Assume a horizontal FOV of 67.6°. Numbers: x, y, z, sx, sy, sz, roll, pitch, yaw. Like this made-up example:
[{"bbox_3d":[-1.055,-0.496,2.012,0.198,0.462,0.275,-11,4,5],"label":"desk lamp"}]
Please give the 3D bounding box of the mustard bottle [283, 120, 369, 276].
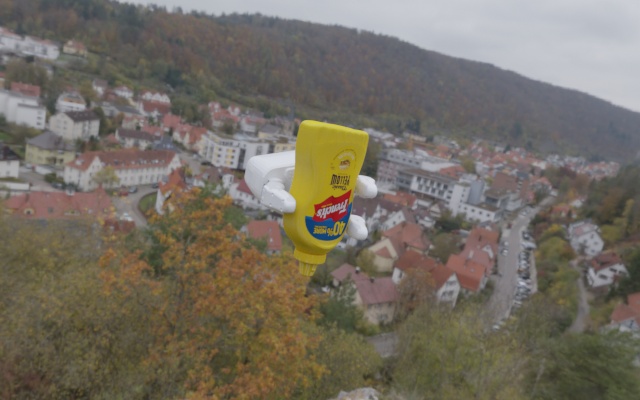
[{"bbox_3d":[0.000,0.002,0.593,0.058,0.192,0.096,22,15,41],"label":"mustard bottle"}]
